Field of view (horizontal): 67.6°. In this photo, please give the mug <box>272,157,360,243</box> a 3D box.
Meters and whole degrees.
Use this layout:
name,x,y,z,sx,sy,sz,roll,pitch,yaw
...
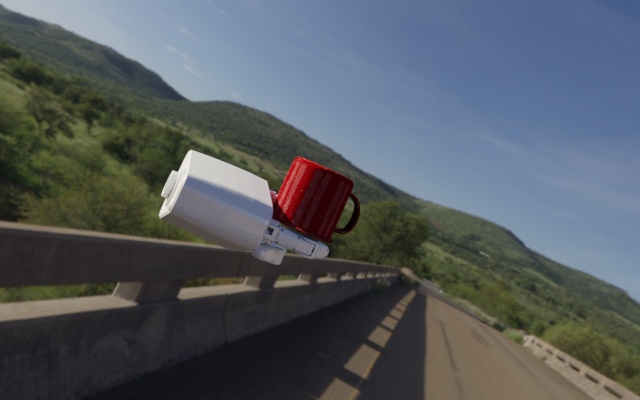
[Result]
name,x,y,z,sx,sy,sz,roll,pitch,yaw
mug,0.001,0.002,0.599,0.117,0.081,0.093,24,1,-22
